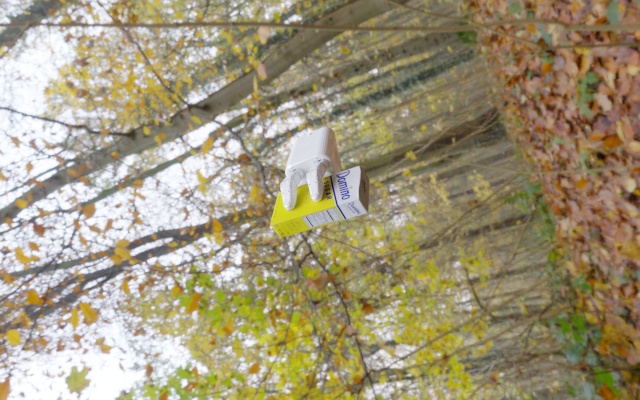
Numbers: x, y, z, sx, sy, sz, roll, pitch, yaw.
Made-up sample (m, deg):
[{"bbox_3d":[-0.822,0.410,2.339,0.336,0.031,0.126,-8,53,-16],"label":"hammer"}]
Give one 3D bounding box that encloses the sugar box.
[{"bbox_3d":[0.000,0.002,0.865,0.176,0.048,0.093,-20,37,23],"label":"sugar box"}]
